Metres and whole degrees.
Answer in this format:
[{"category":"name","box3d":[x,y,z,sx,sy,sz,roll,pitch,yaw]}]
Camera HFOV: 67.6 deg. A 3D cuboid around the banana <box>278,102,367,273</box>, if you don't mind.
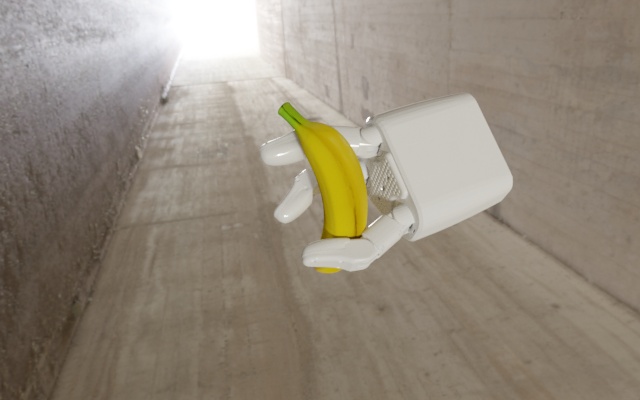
[{"category":"banana","box3d":[0.011,0.007,0.416,0.037,0.198,0.069,-32,46,-25]}]
